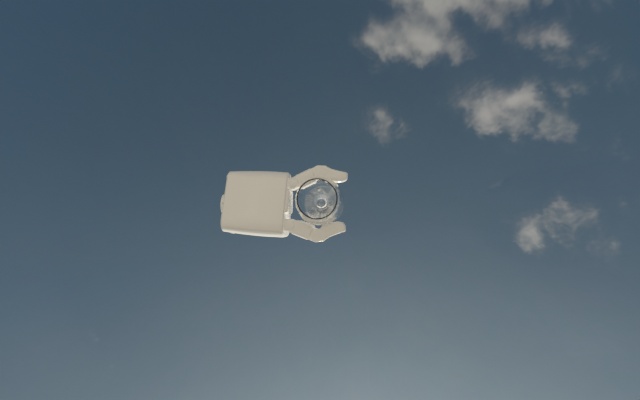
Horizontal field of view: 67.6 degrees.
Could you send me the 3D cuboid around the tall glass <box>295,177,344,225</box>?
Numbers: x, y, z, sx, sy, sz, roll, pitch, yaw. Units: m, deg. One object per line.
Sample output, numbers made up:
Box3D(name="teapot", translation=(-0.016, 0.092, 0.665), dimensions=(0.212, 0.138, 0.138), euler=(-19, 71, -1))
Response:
Box3D(name="tall glass", translation=(0.000, 0.003, 0.808), dimensions=(0.079, 0.079, 0.201), euler=(0, -3, 3))
